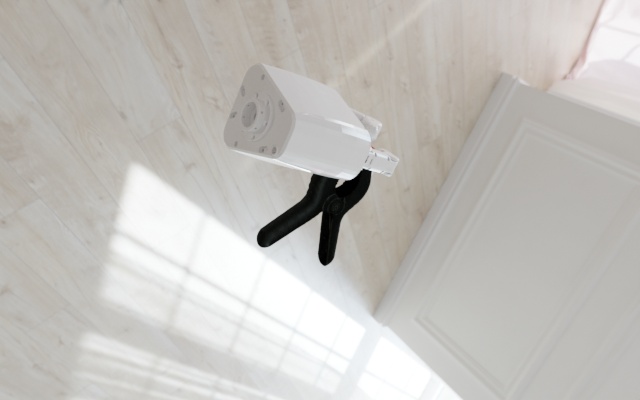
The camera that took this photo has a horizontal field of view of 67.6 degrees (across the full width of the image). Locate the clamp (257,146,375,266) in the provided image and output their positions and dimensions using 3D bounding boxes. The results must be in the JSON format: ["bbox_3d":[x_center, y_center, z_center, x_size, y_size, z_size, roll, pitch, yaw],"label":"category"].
[{"bbox_3d":[0.001,0.002,0.566,0.120,0.171,0.039,9,22,-45],"label":"clamp"}]
